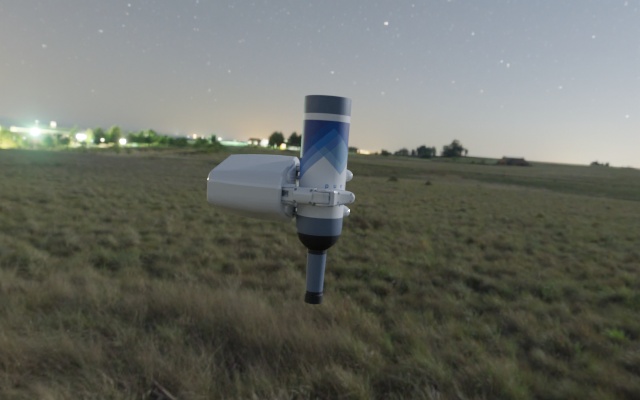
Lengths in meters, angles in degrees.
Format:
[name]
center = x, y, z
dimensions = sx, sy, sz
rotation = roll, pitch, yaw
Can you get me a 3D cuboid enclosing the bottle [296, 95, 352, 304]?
[bottle]
center = 0.000, 0.002, 0.685
dimensions = 0.069, 0.296, 0.069
rotation = 4, 6, 0
